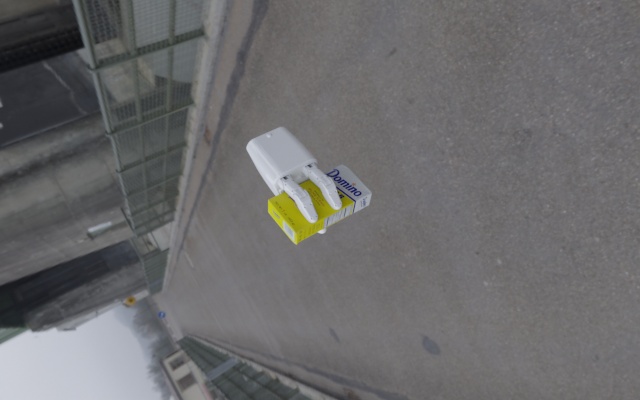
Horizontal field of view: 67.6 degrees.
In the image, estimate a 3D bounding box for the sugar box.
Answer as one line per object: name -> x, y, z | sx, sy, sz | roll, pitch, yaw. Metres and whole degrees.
sugar box -> 0.000, 0.003, 0.896 | 0.176, 0.093, 0.048 | -29, -31, -23
